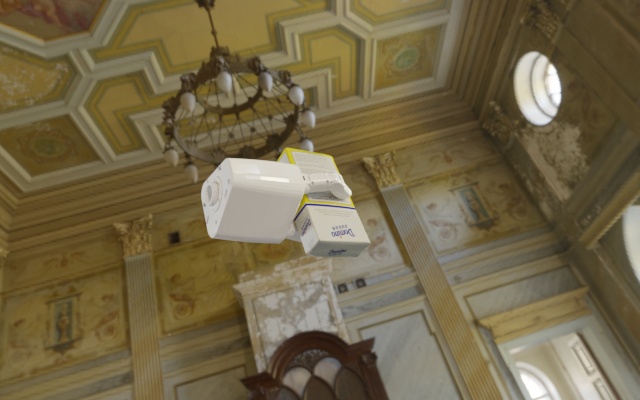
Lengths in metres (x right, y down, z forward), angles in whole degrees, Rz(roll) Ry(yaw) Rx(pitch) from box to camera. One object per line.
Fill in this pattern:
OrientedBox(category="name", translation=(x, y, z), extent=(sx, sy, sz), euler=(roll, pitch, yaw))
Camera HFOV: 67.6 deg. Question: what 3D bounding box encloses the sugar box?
OrientedBox(category="sugar box", translation=(0.000, 0.003, 0.720), extent=(0.093, 0.176, 0.048), euler=(6, -40, -33))
